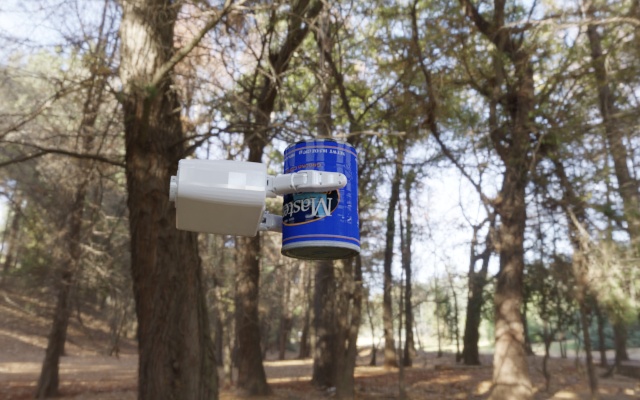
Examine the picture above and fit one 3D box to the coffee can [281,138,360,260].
[{"bbox_3d":[0.000,0.002,0.635,0.103,0.140,0.103,0,-17,0],"label":"coffee can"}]
